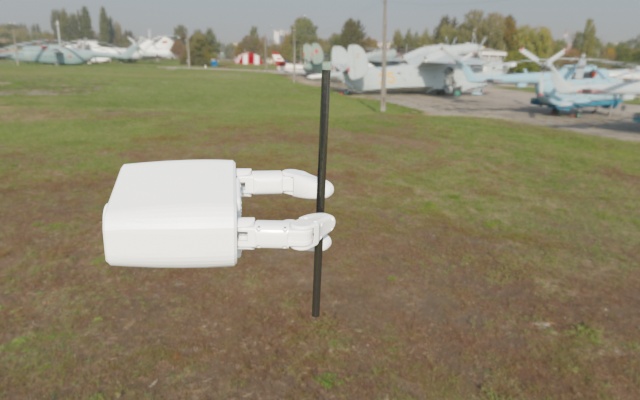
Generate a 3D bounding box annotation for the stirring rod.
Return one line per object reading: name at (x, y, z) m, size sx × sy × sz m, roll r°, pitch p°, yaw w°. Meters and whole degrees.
stirring rod at (0.000, 0.002, 0.450) m, size 0.011 × 0.239 × 0.011 m, roll 2°, pitch 17°, yaw -1°
